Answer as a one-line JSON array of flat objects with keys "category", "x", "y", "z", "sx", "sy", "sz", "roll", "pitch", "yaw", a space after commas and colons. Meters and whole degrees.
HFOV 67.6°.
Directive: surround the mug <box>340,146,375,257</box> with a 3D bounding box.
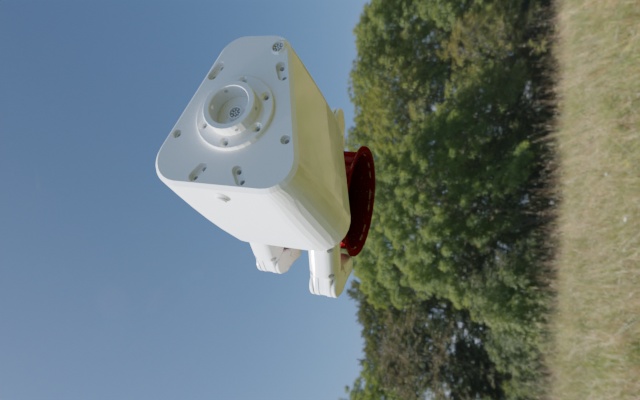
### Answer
[{"category": "mug", "x": 0.000, "y": 0.002, "z": 0.425, "sx": 0.081, "sy": 0.093, "sz": 0.117, "roll": 6, "pitch": -20, "yaw": 19}]
